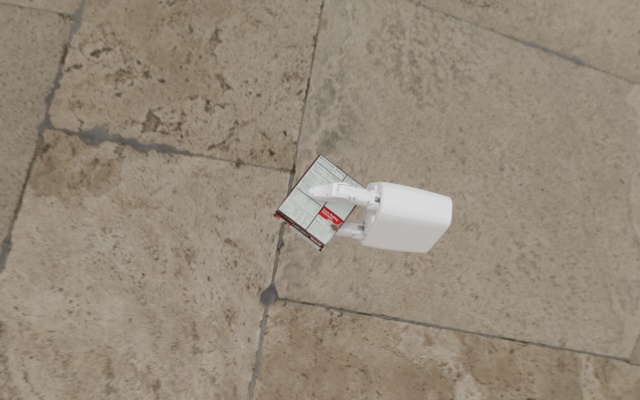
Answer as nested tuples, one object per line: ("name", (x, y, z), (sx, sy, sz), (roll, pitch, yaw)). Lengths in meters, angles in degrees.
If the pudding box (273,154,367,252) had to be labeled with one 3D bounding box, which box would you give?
("pudding box", (0.000, 0.002, 0.692), (0.090, 0.113, 0.039), (37, -20, 0))
